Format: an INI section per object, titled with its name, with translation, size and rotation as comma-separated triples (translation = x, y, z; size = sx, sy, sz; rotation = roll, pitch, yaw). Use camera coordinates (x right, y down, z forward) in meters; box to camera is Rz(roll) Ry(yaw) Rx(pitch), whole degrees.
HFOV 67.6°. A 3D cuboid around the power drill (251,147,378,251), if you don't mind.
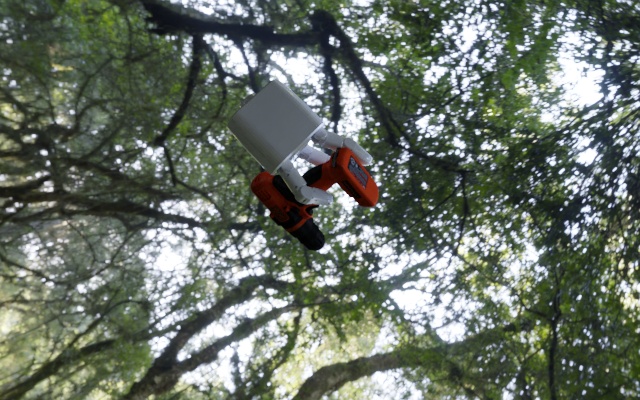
[power drill]
translation = 0.000, 0.002, 0.806
size = 0.188, 0.057, 0.184
rotation = -23, -57, 30
